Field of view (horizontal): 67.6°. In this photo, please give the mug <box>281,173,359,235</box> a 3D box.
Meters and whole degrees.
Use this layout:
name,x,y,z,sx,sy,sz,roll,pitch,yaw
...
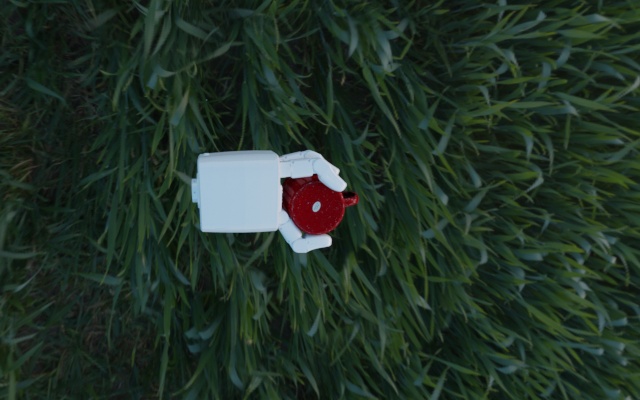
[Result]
name,x,y,z,sx,sy,sz,roll,pitch,yaw
mug,0.002,0.002,0.714,0.117,0.093,0.081,-4,12,-12
